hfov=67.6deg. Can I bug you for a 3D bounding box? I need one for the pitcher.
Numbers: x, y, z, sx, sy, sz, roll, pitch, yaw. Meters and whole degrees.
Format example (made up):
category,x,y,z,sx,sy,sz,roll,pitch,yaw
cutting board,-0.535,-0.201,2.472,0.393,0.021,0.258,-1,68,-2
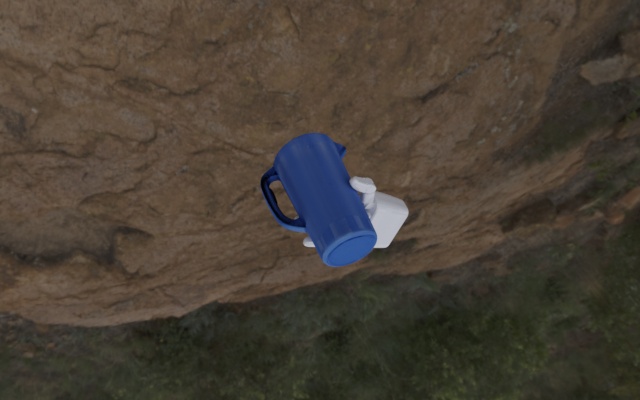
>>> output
category,x,y,z,sx,sy,sz,roll,pitch,yaw
pitcher,0.000,0.003,0.900,0.145,0.242,0.149,13,-49,-44
